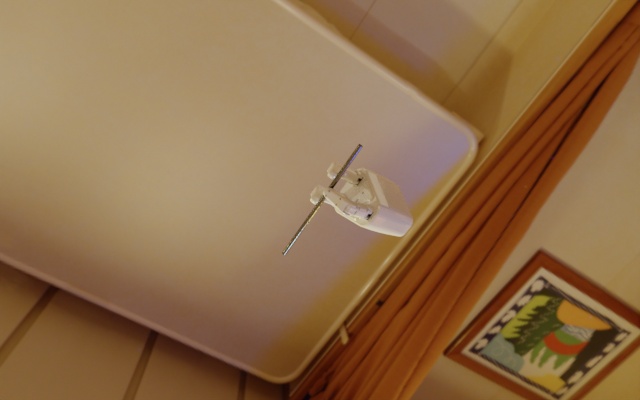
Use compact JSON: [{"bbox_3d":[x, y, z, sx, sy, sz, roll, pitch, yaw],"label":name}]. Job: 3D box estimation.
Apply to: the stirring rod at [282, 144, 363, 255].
[{"bbox_3d":[0.000,0.003,0.819,0.011,0.239,0.011,31,19,-12],"label":"stirring rod"}]
